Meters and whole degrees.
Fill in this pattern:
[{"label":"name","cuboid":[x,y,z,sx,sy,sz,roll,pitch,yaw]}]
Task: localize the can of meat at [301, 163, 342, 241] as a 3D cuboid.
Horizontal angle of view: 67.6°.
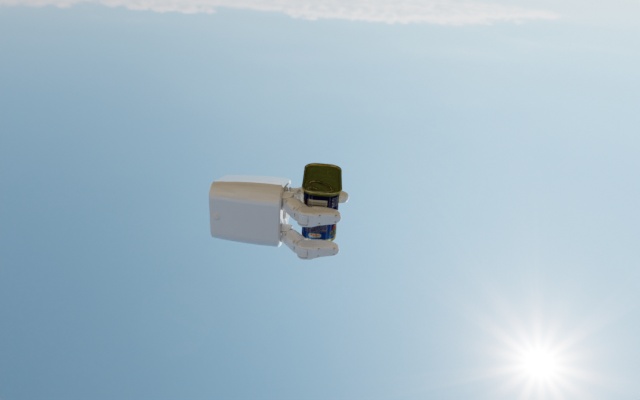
[{"label":"can of meat","cuboid":[0.000,0.003,0.716,0.057,0.084,0.102,4,28,-1]}]
